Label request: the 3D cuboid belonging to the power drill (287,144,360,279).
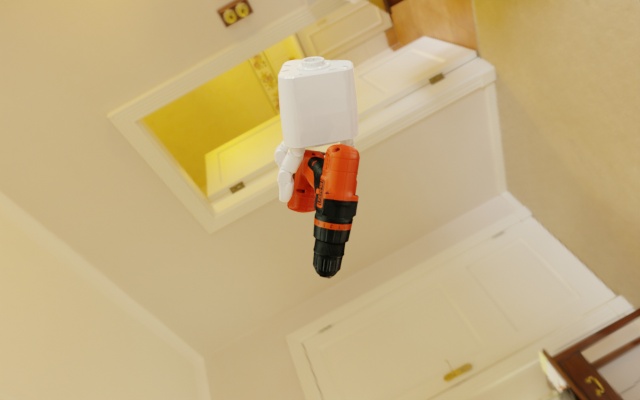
[{"bbox_3d":[0.000,0.002,0.710,0.057,0.184,0.187,6,10,-20],"label":"power drill"}]
